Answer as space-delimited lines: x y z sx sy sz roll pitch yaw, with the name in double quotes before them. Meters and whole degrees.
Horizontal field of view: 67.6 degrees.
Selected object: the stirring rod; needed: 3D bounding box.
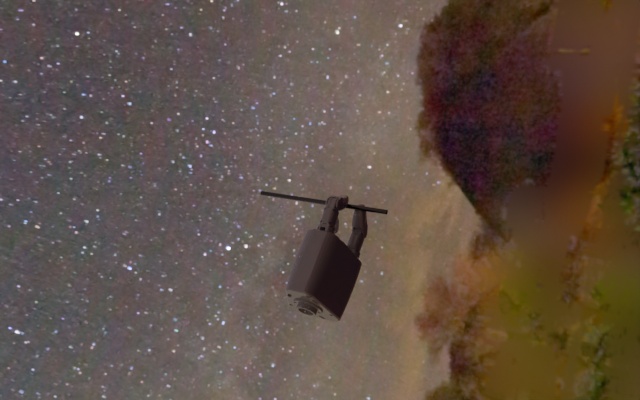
"stirring rod" 0.000 0.003 0.829 0.239 0.011 0.011 9 3 24
